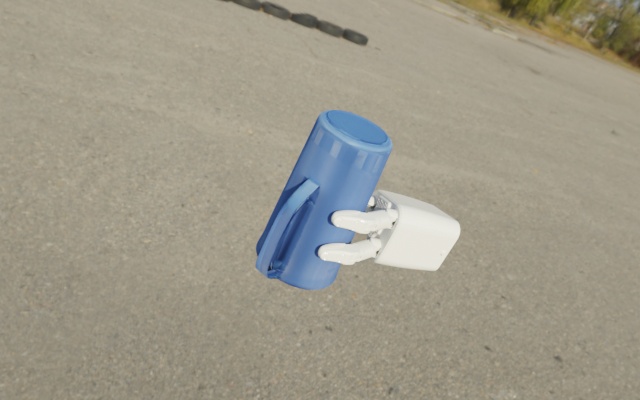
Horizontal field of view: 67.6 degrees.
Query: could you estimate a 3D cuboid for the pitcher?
[{"bbox_3d":[0.000,0.002,0.677,0.145,0.243,0.149,14,30,-18],"label":"pitcher"}]
